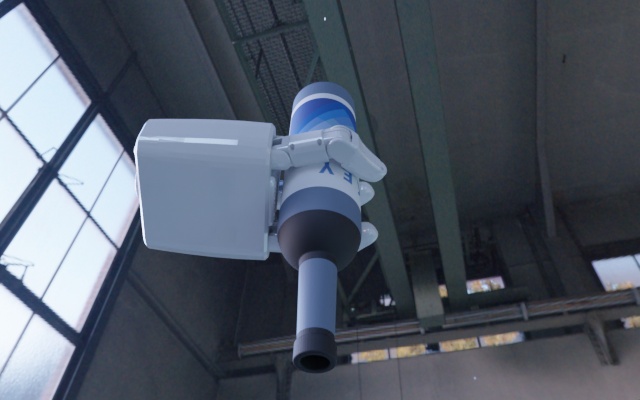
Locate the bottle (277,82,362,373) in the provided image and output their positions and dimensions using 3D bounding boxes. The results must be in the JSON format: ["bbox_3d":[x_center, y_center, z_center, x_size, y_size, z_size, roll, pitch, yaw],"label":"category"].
[{"bbox_3d":[0.000,0.001,0.402,0.069,0.069,0.295,0,42,2],"label":"bottle"}]
